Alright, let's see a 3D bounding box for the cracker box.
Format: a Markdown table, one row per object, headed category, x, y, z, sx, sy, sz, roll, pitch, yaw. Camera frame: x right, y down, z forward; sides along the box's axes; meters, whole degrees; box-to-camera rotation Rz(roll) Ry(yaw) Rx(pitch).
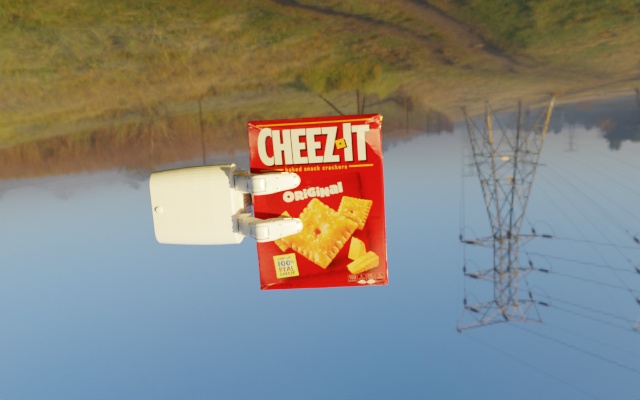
| category | x | y | z | sx | sy | sz | roll | pitch | yaw |
| --- | --- | --- | --- | --- | --- | --- | --- | --- | --- |
| cracker box | 0.000 | 0.002 | 0.606 | 0.164 | 0.214 | 0.072 | -3 | 9 | 6 |
